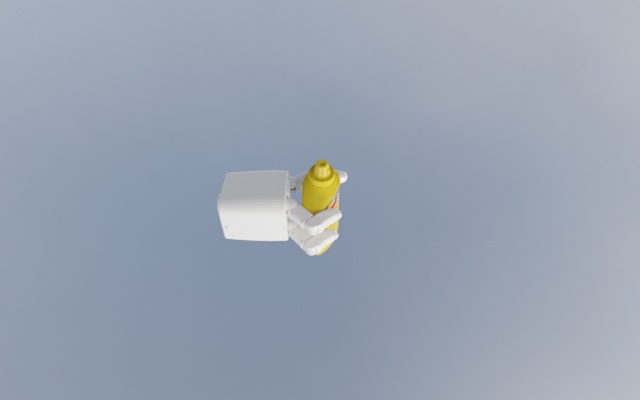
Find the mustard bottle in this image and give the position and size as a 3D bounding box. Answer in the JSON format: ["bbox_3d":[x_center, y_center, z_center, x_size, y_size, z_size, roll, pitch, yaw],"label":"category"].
[{"bbox_3d":[0.000,0.003,0.793,0.058,0.096,0.192,19,-36,14],"label":"mustard bottle"}]
